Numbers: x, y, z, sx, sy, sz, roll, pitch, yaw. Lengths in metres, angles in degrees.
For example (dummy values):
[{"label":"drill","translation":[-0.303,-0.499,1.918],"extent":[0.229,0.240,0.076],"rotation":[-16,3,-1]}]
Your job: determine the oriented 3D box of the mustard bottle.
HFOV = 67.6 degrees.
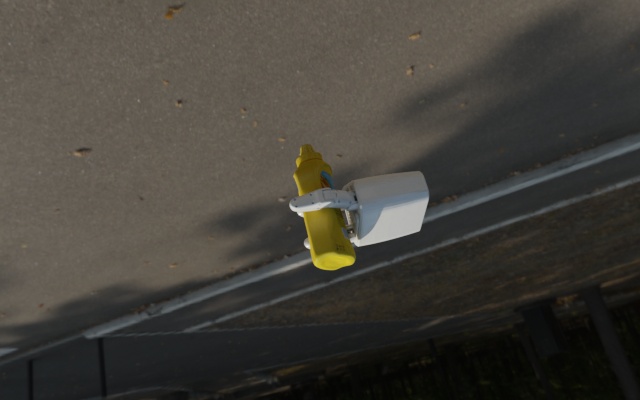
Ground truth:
[{"label":"mustard bottle","translation":[0.000,0.003,0.708],"extent":[0.058,0.191,0.096],"rotation":[-20,-21,14]}]
